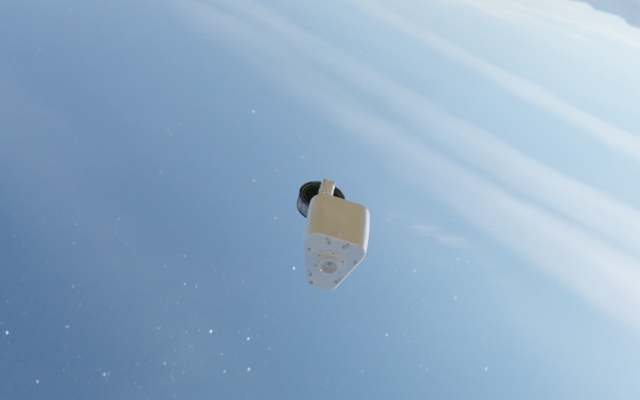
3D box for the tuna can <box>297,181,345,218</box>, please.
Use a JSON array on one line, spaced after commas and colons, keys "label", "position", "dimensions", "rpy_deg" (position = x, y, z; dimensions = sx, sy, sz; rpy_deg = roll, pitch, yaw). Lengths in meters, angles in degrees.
[{"label": "tuna can", "position": [0.000, 0.003, 0.873], "dimensions": [0.086, 0.034, 0.086], "rpy_deg": [10, 36, -8]}]
